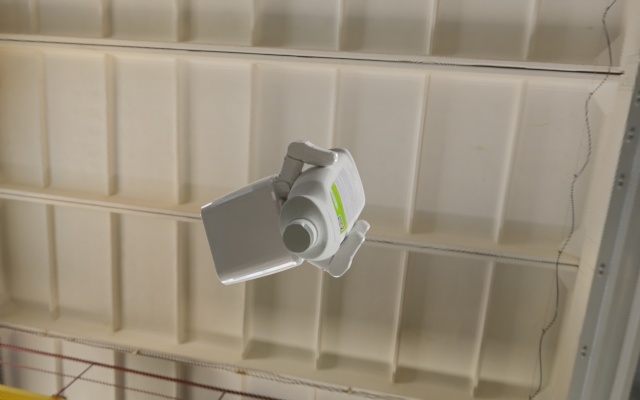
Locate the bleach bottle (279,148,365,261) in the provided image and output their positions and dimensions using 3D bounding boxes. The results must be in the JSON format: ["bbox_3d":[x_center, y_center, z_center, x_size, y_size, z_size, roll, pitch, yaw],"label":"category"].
[{"bbox_3d":[0.000,0.002,0.566,0.068,0.102,0.250,-19,8,15],"label":"bleach bottle"}]
